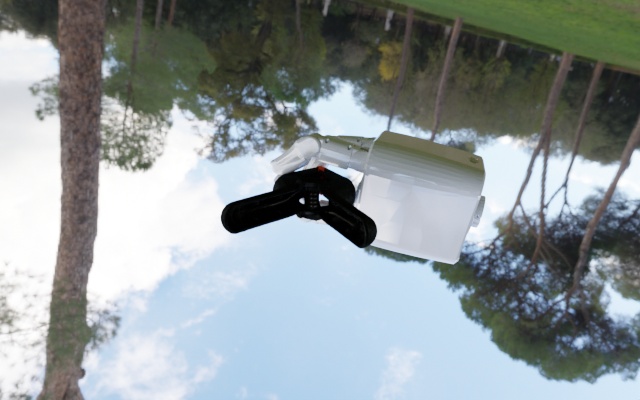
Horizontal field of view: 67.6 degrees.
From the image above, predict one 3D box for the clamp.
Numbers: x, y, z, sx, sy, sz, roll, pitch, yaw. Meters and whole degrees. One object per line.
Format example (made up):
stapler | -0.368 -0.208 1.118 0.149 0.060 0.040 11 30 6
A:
clamp | 0.000 0.002 0.427 0.120 0.039 0.171 14 21 12
